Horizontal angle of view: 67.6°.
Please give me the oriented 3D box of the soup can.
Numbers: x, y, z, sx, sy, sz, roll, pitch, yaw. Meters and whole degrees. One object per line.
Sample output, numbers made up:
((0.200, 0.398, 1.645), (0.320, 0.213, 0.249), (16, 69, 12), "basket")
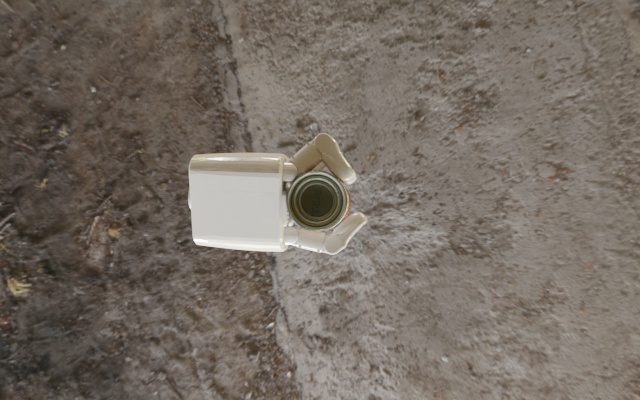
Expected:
((0.001, 0.002, 0.559), (0.068, 0.068, 0.102), (0, -2, 5), "soup can")
